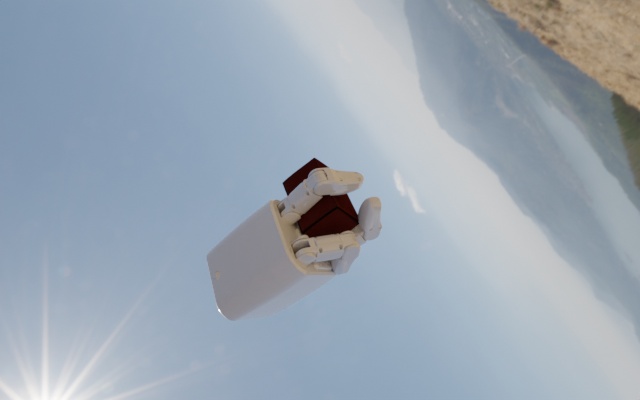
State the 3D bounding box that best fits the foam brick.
[{"bbox_3d":[0.000,0.002,0.539,0.051,0.078,0.053,-37,-39,17],"label":"foam brick"}]
